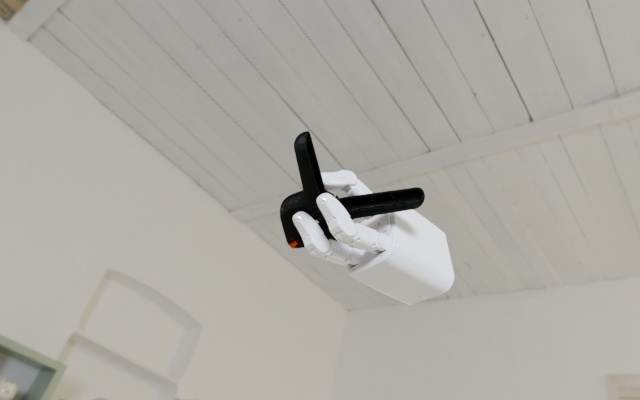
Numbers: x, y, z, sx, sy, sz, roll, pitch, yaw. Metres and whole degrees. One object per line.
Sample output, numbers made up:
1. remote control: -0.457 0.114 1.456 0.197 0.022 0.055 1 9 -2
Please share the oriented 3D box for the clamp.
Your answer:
1. clamp: 0.000 0.002 0.595 0.164 0.036 0.210 30 -39 -20
